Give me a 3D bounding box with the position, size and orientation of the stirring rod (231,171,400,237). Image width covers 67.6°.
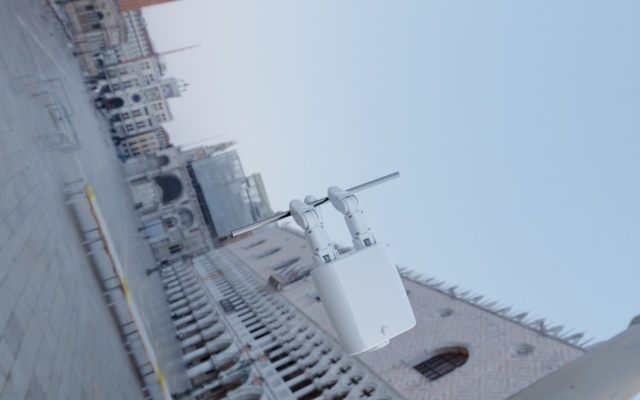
[{"bbox_3d":[0.000,0.002,0.617,0.239,0.011,0.011,-20,7,-19],"label":"stirring rod"}]
